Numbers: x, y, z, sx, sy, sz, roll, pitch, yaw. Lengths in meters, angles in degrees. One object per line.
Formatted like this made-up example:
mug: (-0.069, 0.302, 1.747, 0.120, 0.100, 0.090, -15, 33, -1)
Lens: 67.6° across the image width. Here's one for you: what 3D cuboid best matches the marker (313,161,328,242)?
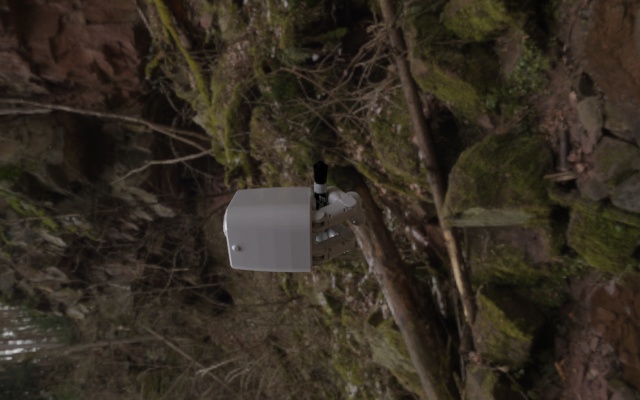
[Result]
marker: (0.000, 0.002, 0.634, 0.020, 0.121, 0.020, 0, 34, 0)
